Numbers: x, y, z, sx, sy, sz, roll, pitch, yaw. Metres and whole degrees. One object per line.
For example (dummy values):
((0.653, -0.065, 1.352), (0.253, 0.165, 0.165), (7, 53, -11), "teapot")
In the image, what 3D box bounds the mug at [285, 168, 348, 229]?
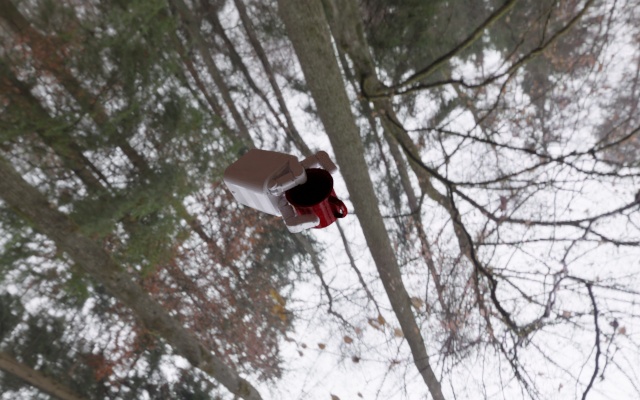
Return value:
((0.001, 0.003, 0.885), (0.117, 0.093, 0.082), (17, -30, 30), "mug")
